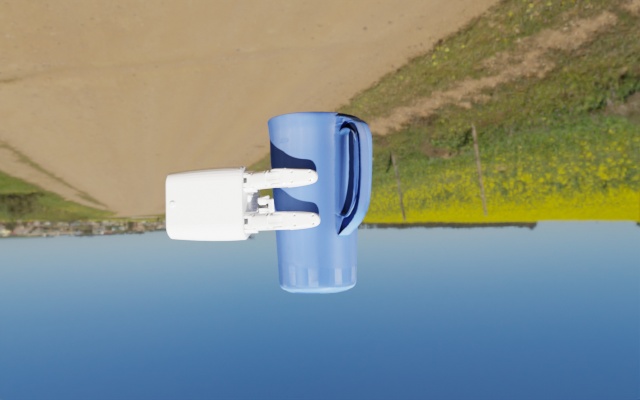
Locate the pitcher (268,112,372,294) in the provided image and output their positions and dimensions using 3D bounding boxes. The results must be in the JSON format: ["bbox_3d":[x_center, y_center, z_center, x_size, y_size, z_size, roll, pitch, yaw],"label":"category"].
[{"bbox_3d":[0.000,0.002,0.663,0.145,0.243,0.149,-2,-3,5],"label":"pitcher"}]
